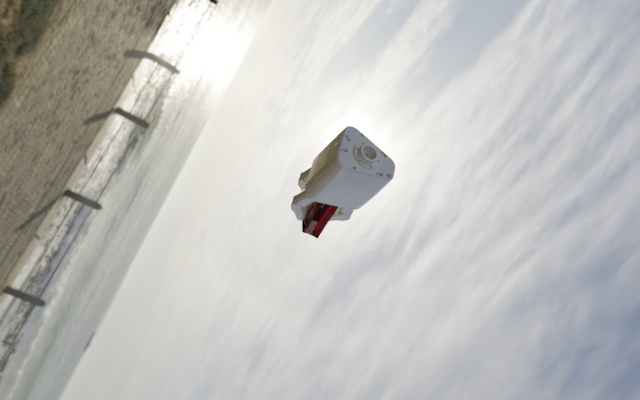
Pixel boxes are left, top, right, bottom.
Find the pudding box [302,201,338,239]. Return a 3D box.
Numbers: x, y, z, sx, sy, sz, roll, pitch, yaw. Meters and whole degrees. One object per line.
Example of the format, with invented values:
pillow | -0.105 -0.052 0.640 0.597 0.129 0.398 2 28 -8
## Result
pudding box | 0.000 0.003 0.889 0.039 0.090 0.113 27 25 -14
